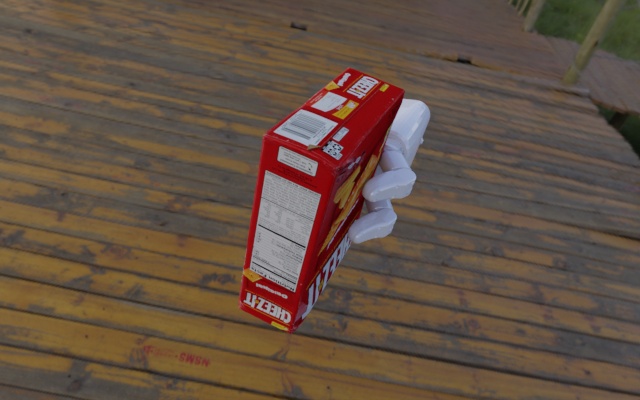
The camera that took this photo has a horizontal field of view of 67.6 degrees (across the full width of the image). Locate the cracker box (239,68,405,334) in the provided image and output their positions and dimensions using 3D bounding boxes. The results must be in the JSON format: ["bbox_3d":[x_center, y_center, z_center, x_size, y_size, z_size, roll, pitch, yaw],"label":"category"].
[{"bbox_3d":[0.000,0.001,0.469,0.072,0.214,0.164,25,40,13],"label":"cracker box"}]
